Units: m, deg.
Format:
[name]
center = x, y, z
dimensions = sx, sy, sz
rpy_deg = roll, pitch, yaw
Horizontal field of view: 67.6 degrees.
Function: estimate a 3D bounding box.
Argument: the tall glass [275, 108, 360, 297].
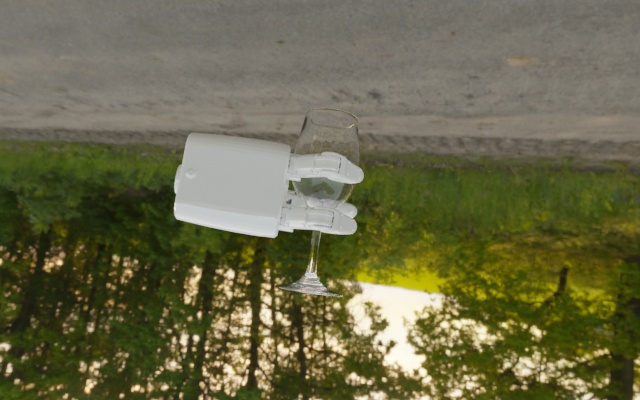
[tall glass]
center = 0.000, 0.002, 0.534
dimensions = 0.079, 0.201, 0.079
rpy_deg = 8, -9, 1
